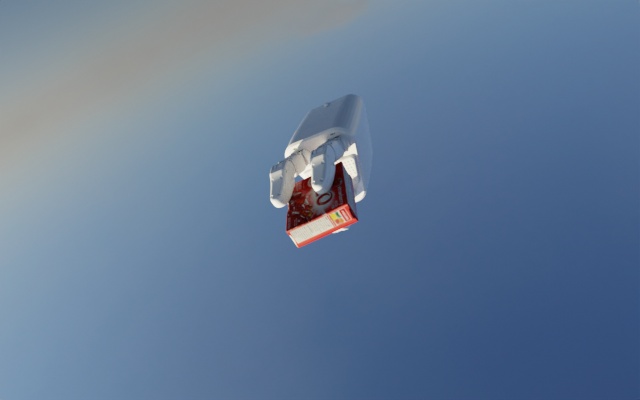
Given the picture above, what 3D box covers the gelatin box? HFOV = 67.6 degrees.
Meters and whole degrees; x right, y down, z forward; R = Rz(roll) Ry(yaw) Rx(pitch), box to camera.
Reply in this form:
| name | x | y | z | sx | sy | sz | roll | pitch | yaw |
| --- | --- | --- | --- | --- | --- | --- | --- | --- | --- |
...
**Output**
| name | x | y | z | sx | sy | sz | roll | pitch | yaw |
| --- | --- | --- | --- | --- | --- | --- | --- | --- | --- |
| gelatin box | 0.000 | 0.002 | 0.529 | 0.073 | 0.030 | 0.089 | -25 | 33 | 15 |
